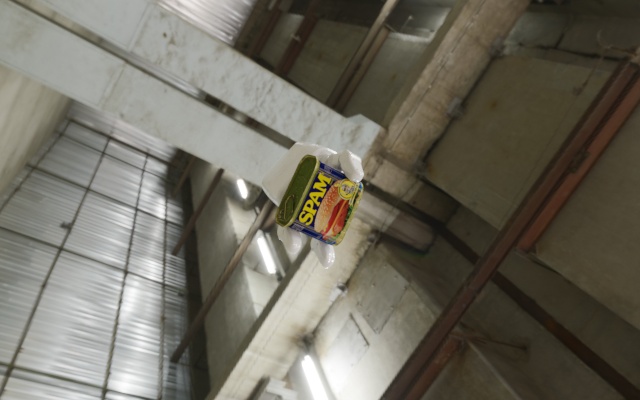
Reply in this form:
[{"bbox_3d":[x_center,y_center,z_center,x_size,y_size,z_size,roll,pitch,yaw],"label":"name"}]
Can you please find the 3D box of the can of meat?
[{"bbox_3d":[0.000,0.002,0.644,0.084,0.102,0.057,26,-2,-26],"label":"can of meat"}]
